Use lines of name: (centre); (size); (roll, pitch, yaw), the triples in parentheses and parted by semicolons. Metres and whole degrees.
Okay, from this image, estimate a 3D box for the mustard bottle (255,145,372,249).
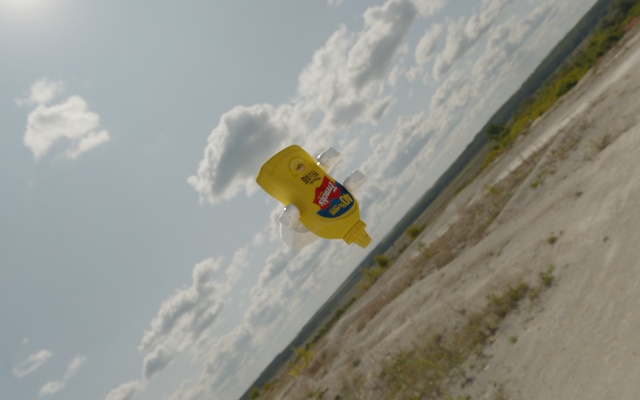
mustard bottle: (0.000, 0.002, 0.719); (0.096, 0.191, 0.058); (-39, -13, -45)
